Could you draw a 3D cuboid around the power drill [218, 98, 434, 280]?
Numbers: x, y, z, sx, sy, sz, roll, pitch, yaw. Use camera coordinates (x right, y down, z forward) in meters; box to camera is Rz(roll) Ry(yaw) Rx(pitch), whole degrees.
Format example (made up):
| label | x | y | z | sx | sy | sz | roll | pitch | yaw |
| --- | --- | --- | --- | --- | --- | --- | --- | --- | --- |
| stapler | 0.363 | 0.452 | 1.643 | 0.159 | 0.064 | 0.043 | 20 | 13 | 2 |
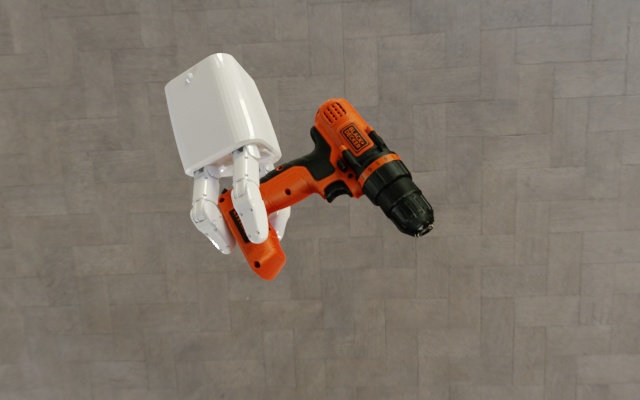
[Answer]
| label | x | y | z | sx | sy | sz | roll | pitch | yaw |
| --- | --- | --- | --- | --- | --- | --- | --- | --- | --- |
| power drill | 0.000 | 0.002 | 0.502 | 0.187 | 0.184 | 0.057 | -34 | -28 | -1 |
